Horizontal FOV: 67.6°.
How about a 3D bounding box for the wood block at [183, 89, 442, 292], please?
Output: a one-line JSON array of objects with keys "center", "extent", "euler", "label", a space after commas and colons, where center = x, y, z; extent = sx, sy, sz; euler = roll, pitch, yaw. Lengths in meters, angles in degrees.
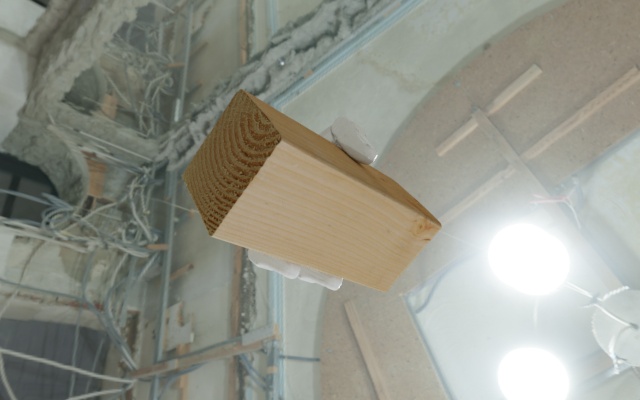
[{"center": [0.000, 0.001, 0.420], "extent": [0.206, 0.091, 0.090], "euler": [24, 18, -41], "label": "wood block"}]
